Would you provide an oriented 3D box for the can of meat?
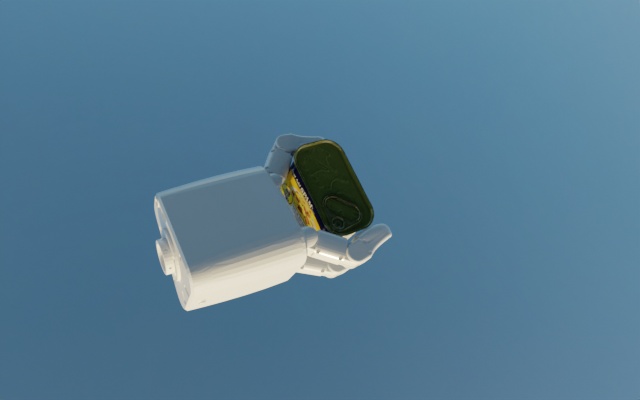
[{"bbox_3d":[0.000,0.002,0.504,0.057,0.102,0.084,-19,-16,-28],"label":"can of meat"}]
